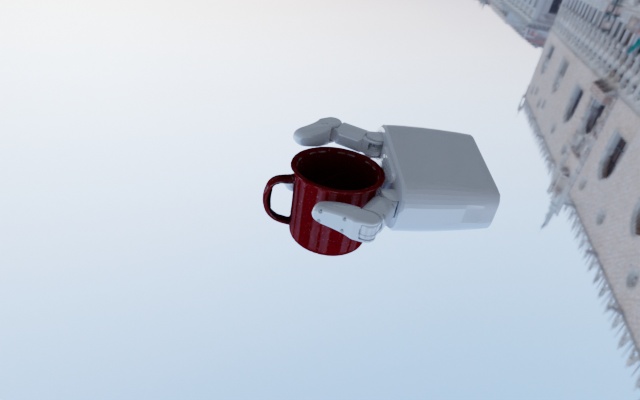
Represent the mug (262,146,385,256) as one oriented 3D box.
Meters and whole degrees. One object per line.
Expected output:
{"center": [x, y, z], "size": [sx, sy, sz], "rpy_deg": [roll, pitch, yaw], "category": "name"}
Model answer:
{"center": [-0.001, 0.002, 0.482], "size": [0.117, 0.081, 0.093], "rpy_deg": [2, 33, -13], "category": "mug"}
